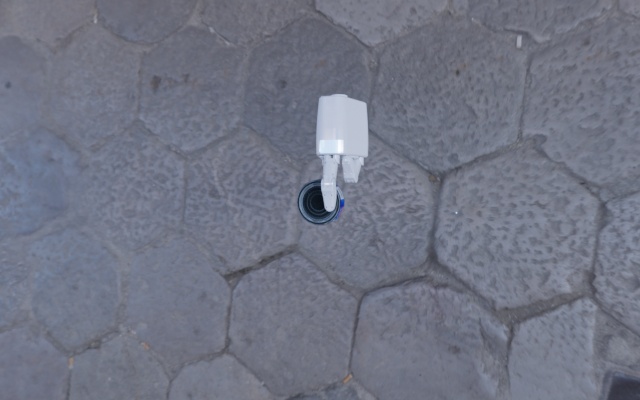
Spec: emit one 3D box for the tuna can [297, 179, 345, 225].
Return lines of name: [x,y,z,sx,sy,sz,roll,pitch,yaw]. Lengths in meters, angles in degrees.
tuna can: [0.000,0.003,0.887,0.086,0.086,0.034,0,4,16]
